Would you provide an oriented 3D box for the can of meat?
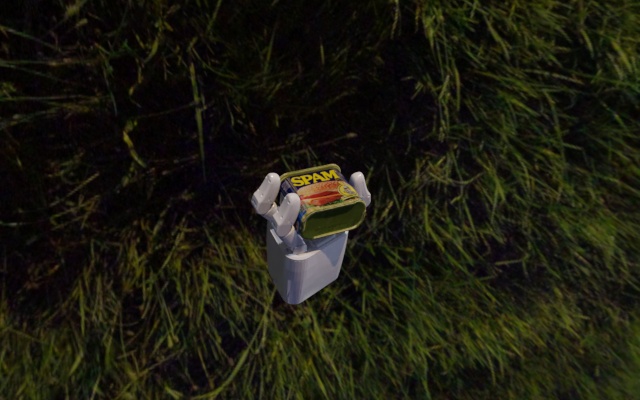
[{"bbox_3d":[0.000,0.002,0.650,0.102,0.057,0.084,-13,44,-25],"label":"can of meat"}]
